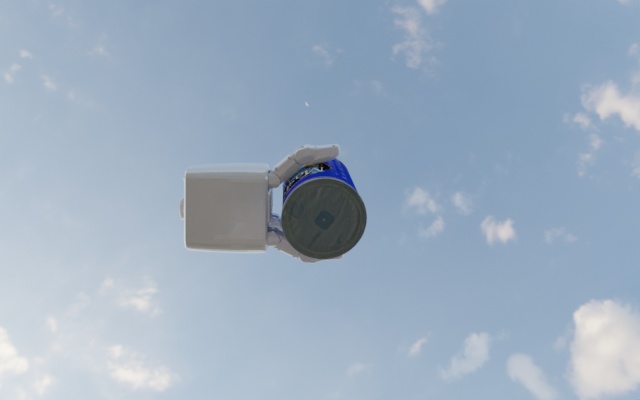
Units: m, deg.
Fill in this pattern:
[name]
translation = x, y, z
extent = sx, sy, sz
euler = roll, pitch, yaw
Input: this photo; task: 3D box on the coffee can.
[coffee can]
translation = 0.000, 0.002, 0.631
extent = 0.103, 0.103, 0.140
euler = 0, 18, -4
